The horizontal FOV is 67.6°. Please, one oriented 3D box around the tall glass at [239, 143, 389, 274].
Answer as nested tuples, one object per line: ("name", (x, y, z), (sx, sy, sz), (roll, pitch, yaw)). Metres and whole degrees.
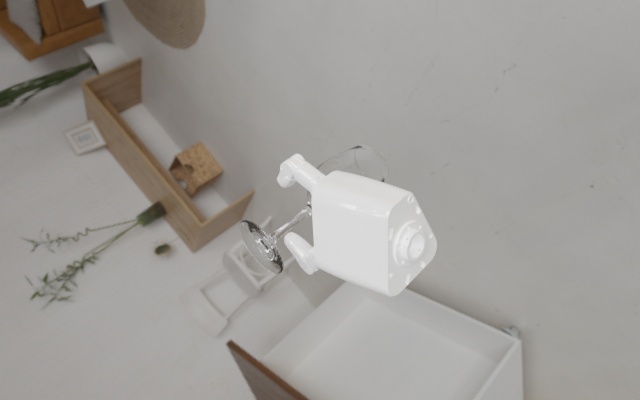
("tall glass", (-0.001, 0.002, 0.595), (0.201, 0.079, 0.079), (-37, 21, -30))
